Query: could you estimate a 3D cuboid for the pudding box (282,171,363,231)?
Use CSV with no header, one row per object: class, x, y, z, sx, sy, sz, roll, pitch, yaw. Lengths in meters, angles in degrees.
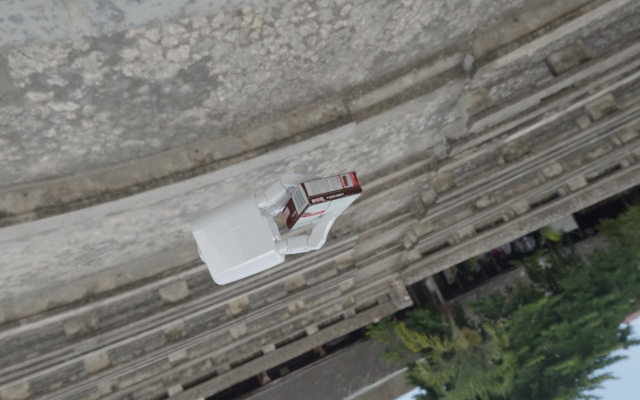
pudding box,0.000,0.003,0.716,0.090,0.039,0.113,-14,-15,-24
